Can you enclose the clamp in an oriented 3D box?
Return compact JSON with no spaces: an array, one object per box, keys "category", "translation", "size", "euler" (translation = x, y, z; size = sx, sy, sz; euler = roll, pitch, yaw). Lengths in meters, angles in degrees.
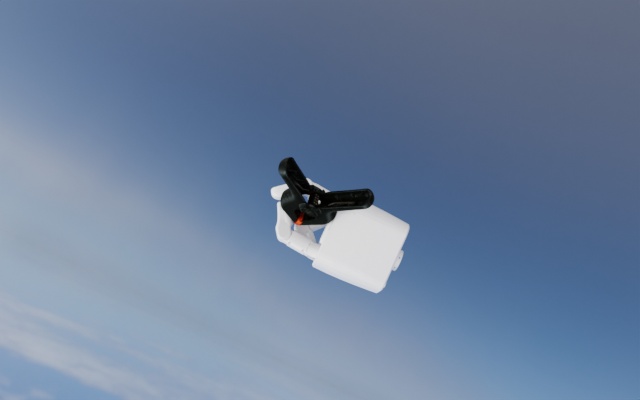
[{"category":"clamp","translation":[0.000,0.003,0.627],"size":[0.120,0.039,0.171],"euler":[24,-19,2]}]
